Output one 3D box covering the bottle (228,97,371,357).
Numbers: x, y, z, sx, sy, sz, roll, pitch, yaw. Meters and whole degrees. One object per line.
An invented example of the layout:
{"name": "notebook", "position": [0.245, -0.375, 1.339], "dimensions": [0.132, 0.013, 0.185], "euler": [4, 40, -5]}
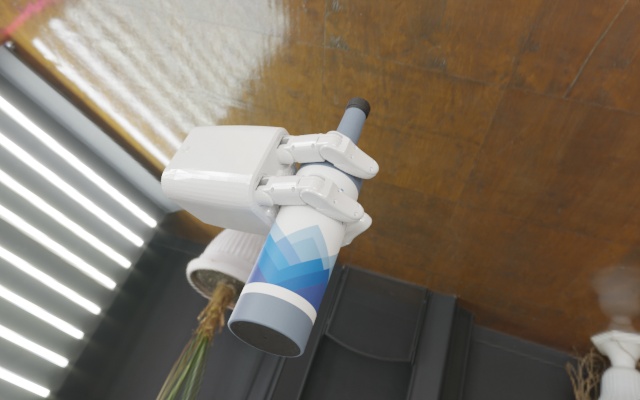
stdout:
{"name": "bottle", "position": [0.000, 0.002, 0.473], "dimensions": [0.069, 0.295, 0.069], "euler": [15, -36, 11]}
